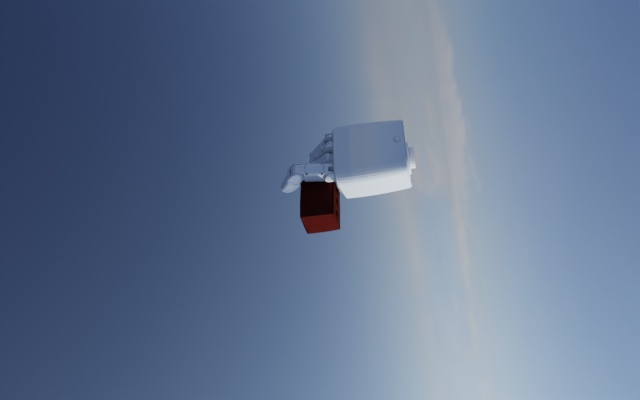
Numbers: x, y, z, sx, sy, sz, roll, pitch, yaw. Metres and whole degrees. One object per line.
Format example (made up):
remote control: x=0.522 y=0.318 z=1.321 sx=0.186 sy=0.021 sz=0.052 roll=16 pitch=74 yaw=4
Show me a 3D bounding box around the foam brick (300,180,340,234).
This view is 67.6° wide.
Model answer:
foam brick: x=0.000 y=0.003 z=0.715 sx=0.051 sy=0.078 sz=0.053 roll=-6 pitch=-31 yaw=10
